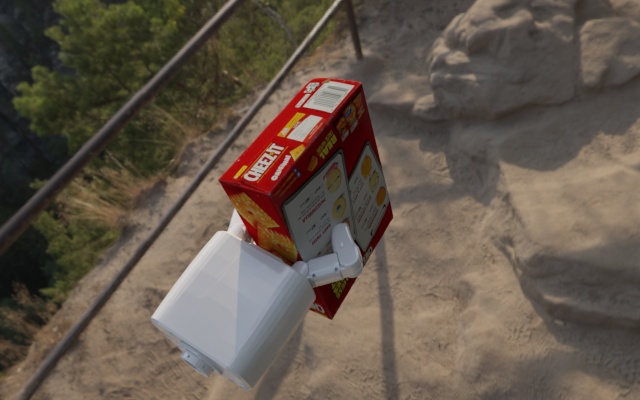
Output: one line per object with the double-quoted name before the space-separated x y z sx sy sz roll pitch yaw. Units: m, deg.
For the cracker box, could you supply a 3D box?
"cracker box" 0.000 0.002 0.522 0.072 0.164 0.214 17 -34 31
